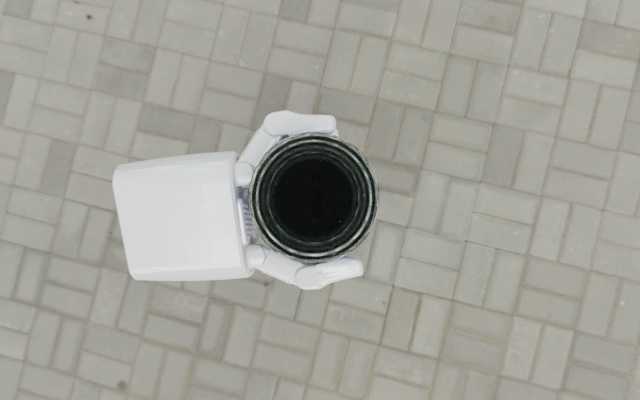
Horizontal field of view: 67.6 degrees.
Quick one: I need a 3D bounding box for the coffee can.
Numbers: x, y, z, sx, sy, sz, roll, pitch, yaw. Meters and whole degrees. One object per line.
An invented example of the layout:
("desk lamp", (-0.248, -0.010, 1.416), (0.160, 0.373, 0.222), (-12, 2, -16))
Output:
("coffee can", (0.000, 0.001, 0.436), (0.103, 0.103, 0.140), (0, -3, 5))
